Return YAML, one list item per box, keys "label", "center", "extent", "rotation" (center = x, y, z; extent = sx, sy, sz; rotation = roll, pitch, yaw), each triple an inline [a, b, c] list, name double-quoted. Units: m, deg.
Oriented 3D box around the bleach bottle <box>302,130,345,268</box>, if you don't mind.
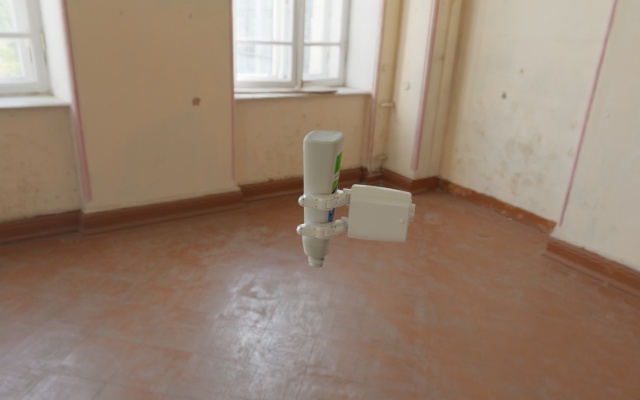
- label: "bleach bottle"
  center: [0.000, 0.003, 0.888]
  extent: [0.068, 0.251, 0.102]
  rotation: [7, 20, 10]
